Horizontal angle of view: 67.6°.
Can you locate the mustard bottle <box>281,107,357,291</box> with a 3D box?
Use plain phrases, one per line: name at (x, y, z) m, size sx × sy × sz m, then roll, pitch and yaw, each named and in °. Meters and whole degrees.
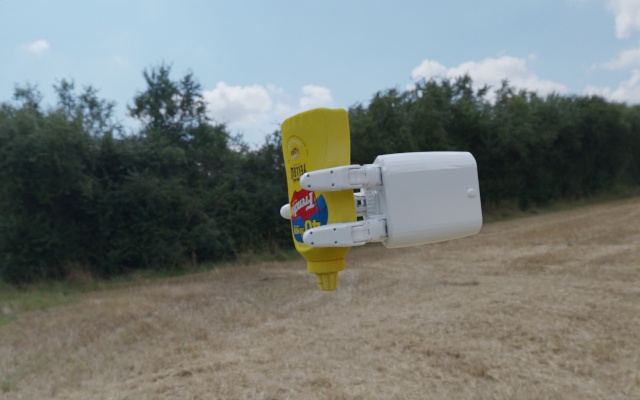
mustard bottle at (0.000, 0.001, 0.522) m, size 0.058 × 0.191 × 0.096 m, roll -5°, pitch -1°, yaw -34°
